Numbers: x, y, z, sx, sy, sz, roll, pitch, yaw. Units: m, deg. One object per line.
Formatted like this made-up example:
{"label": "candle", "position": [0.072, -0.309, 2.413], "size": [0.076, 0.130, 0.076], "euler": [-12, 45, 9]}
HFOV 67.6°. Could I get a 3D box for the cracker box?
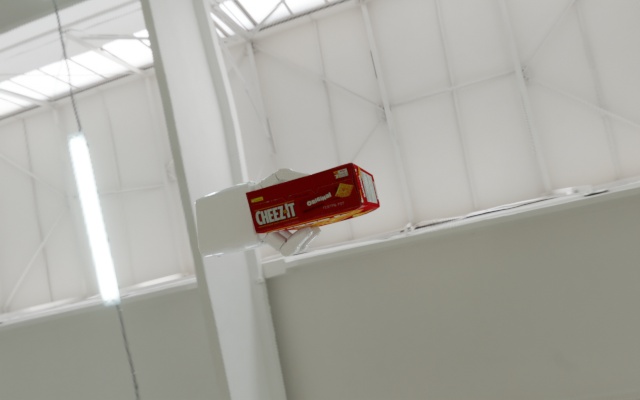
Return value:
{"label": "cracker box", "position": [0.000, 0.002, 0.768], "size": [0.164, 0.072, 0.214], "euler": [-16, -5, 13]}
